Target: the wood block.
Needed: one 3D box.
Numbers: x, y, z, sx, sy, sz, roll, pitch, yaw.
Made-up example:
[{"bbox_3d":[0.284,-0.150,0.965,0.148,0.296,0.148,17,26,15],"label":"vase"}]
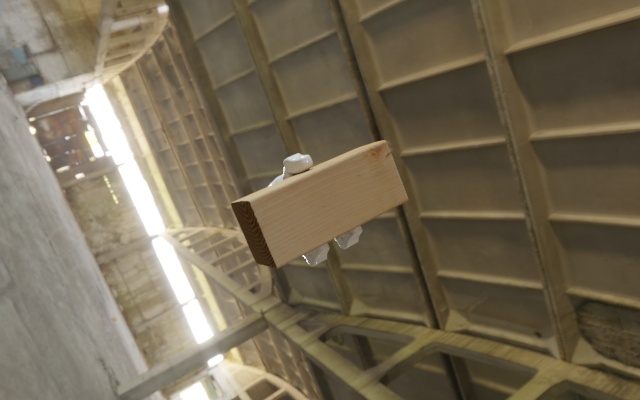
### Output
[{"bbox_3d":[0.000,0.002,0.637,0.206,0.091,0.090,-26,8,-23],"label":"wood block"}]
